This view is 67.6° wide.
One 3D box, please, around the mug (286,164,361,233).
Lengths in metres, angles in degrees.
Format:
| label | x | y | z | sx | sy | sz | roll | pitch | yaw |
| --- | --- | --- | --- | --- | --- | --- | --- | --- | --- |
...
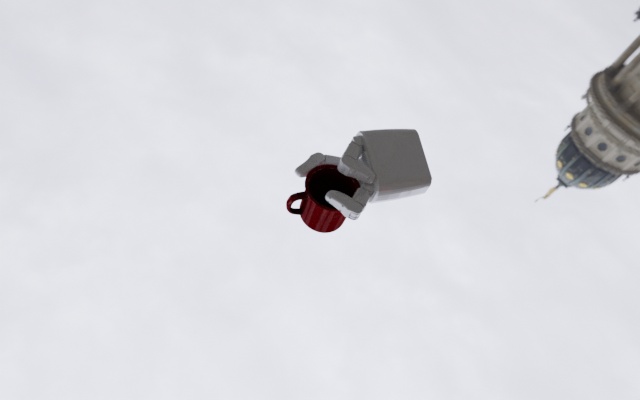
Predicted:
| label | x | y | z | sx | sy | sz | roll | pitch | yaw |
| --- | --- | --- | --- | --- | --- | --- | --- | --- | --- |
| mug | -0.001 | 0.003 | 0.785 | 0.117 | 0.093 | 0.081 | -8 | -31 | -21 |
